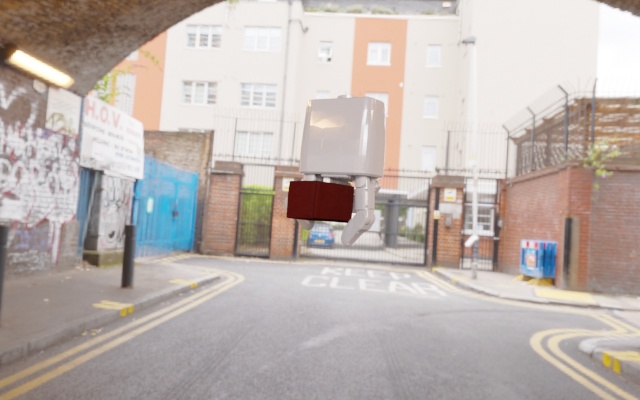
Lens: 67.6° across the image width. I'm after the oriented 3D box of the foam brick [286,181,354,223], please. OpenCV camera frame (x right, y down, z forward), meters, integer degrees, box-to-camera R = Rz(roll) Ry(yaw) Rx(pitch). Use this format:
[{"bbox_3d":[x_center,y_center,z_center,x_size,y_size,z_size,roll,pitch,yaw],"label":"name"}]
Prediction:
[{"bbox_3d":[0.000,0.002,0.642,0.053,0.051,0.078,3,-2,43],"label":"foam brick"}]
